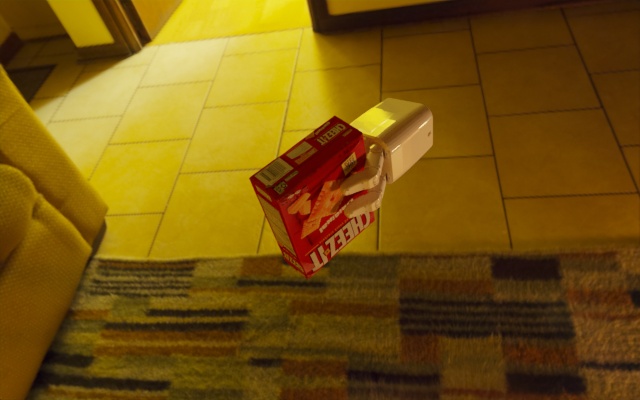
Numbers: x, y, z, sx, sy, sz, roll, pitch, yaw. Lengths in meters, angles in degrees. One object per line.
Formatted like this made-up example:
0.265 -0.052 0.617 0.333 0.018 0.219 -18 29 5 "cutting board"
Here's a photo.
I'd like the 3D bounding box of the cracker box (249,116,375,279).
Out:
0.000 0.002 0.741 0.164 0.214 0.072 -39 53 -18 "cracker box"
